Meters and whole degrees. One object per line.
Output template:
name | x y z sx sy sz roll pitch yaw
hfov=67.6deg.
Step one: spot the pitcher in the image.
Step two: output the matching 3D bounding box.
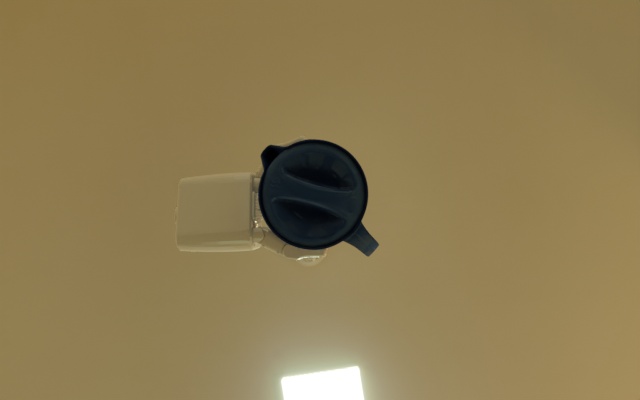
pitcher | 0.000 0.002 0.685 0.145 0.149 0.243 -4 -1 1
